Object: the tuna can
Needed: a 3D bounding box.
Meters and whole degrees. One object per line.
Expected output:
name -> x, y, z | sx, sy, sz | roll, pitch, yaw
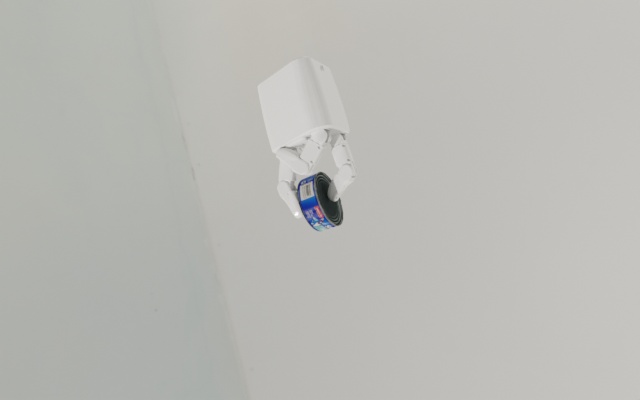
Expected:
tuna can -> 0.000, 0.003, 0.717 | 0.034, 0.086, 0.086 | -21, -8, 22
